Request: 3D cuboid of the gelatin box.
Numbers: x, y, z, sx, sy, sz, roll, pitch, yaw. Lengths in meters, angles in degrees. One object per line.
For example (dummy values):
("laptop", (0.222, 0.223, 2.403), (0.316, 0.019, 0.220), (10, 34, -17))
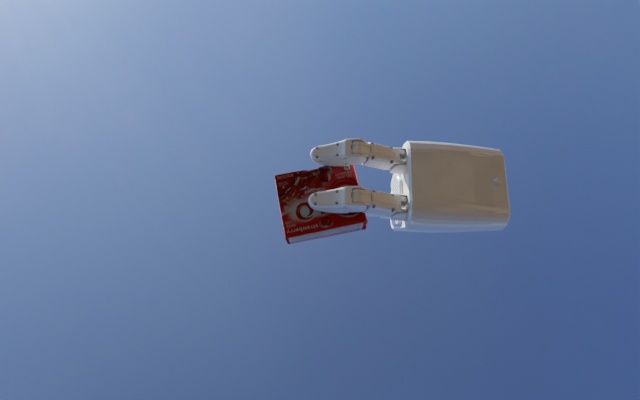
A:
("gelatin box", (0.000, 0.002, 0.516), (0.089, 0.073, 0.030), (-11, -20, -2))
